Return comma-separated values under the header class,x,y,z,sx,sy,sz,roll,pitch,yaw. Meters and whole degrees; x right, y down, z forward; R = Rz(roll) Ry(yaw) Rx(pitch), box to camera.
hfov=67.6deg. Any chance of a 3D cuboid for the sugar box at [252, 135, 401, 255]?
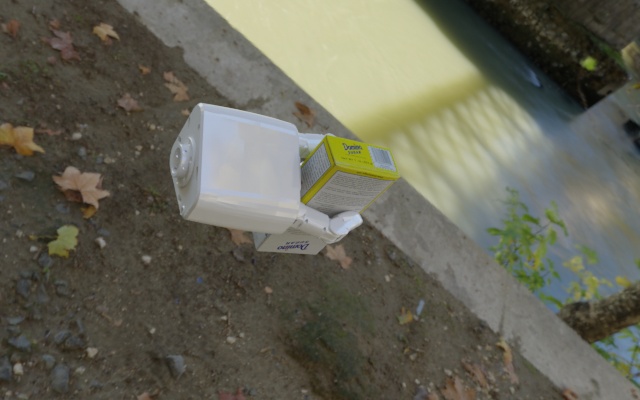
class,x,y,z,sx,sy,sz,roll,pitch,yaw
sugar box,0.000,0.001,0.550,0.093,0.048,0.176,8,-36,-35
